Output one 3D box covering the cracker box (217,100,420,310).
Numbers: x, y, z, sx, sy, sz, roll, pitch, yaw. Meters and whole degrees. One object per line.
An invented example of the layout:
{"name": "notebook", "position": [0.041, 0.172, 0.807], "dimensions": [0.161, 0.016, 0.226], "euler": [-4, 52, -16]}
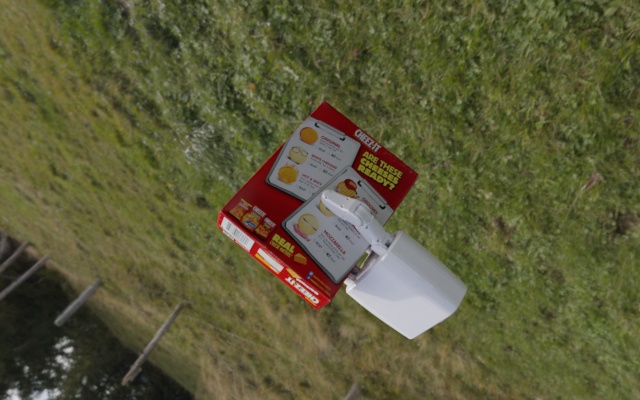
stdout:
{"name": "cracker box", "position": [0.000, 0.002, 0.608], "dimensions": [0.164, 0.213, 0.072], "euler": [39, -27, 1]}
